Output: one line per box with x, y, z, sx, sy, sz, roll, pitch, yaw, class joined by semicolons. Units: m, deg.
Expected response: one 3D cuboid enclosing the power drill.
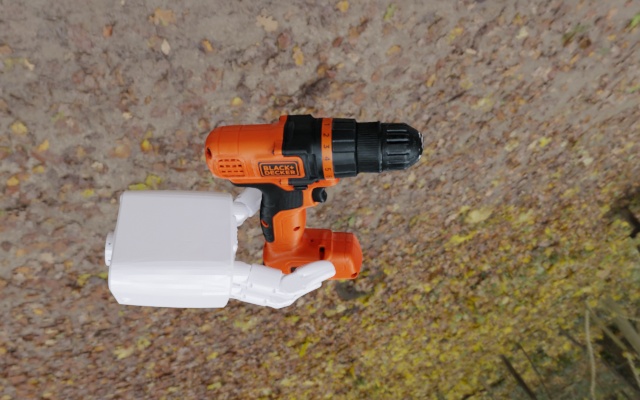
0.000;0.002;0.455;0.184;0.057;0.188;0;-44;8;power drill
